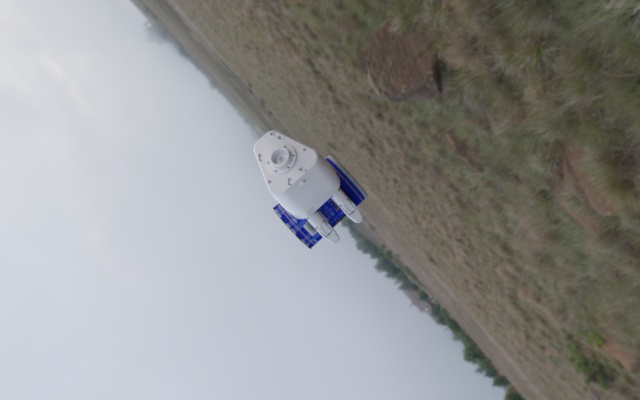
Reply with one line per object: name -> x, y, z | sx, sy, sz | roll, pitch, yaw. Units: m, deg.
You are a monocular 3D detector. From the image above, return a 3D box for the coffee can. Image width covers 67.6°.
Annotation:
coffee can -> 0.000, 0.003, 0.859 | 0.140, 0.103, 0.103 | -43, 0, 0
